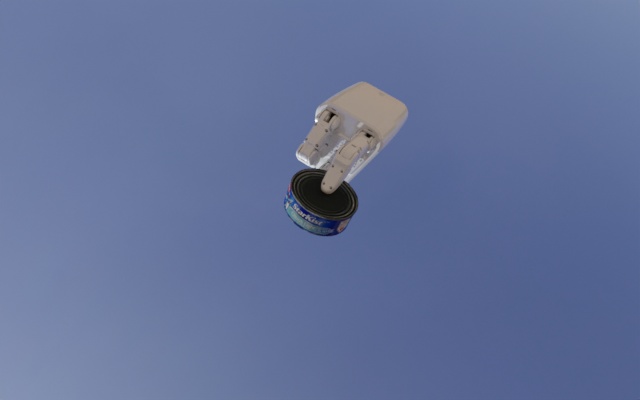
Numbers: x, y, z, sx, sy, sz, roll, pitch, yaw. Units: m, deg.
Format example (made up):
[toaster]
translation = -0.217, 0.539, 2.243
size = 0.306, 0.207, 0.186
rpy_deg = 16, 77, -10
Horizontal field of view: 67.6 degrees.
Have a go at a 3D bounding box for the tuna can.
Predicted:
[tuna can]
translation = 0.000, 0.002, 0.574
size = 0.086, 0.086, 0.034
rpy_deg = 0, -44, -29
